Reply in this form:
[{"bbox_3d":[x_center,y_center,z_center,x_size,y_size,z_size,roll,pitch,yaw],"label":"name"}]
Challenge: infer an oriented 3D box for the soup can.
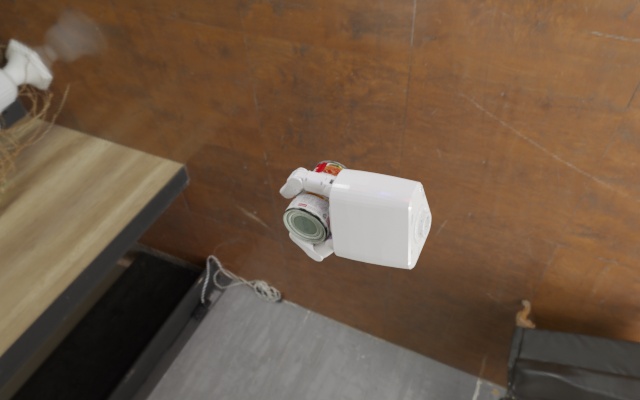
[{"bbox_3d":[0.000,0.002,0.668,0.068,0.068,0.102,0,42,35],"label":"soup can"}]
